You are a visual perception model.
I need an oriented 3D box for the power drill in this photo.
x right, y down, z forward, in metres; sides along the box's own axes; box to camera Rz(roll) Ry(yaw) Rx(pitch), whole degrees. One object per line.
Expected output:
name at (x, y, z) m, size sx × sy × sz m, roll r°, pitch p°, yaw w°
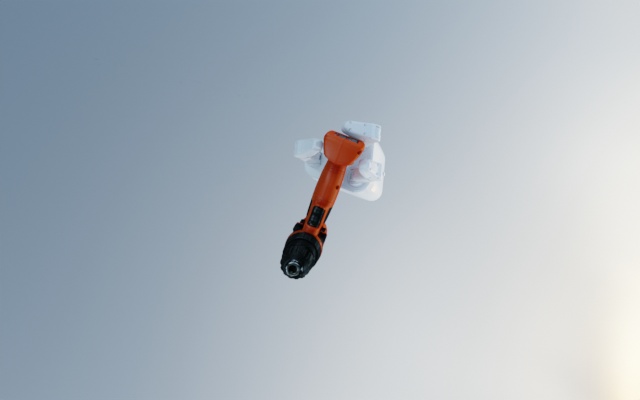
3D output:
power drill at (0.000, 0.002, 0.653) m, size 0.057 × 0.188 × 0.184 m, roll 22°, pitch 14°, yaw 0°
